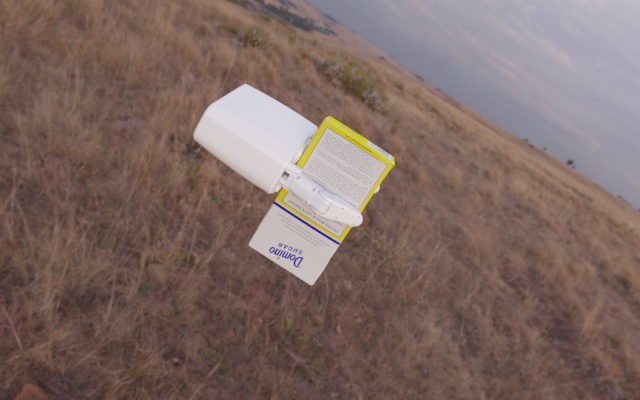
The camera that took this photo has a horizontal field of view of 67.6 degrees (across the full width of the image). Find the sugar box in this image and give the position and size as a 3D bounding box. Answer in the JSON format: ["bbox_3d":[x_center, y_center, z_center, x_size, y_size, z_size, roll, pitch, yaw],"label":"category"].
[{"bbox_3d":[0.000,0.002,0.557,0.093,0.176,0.048,33,18,0],"label":"sugar box"}]
